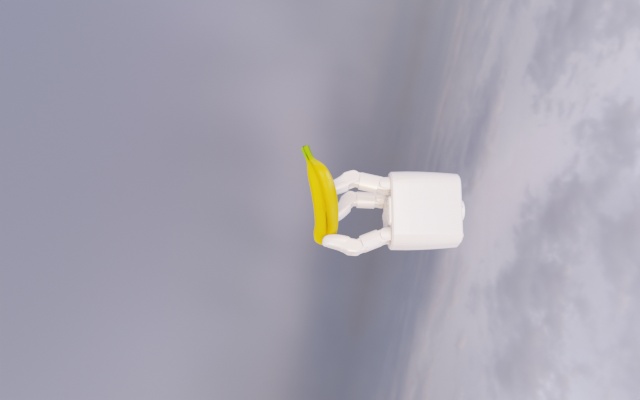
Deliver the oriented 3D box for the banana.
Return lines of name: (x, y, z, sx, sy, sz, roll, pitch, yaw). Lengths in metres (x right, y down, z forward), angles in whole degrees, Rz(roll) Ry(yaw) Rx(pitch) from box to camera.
banana: (0.004, 0.012, 0.713, 0.037, 0.198, 0.069, -13, 43, -8)
